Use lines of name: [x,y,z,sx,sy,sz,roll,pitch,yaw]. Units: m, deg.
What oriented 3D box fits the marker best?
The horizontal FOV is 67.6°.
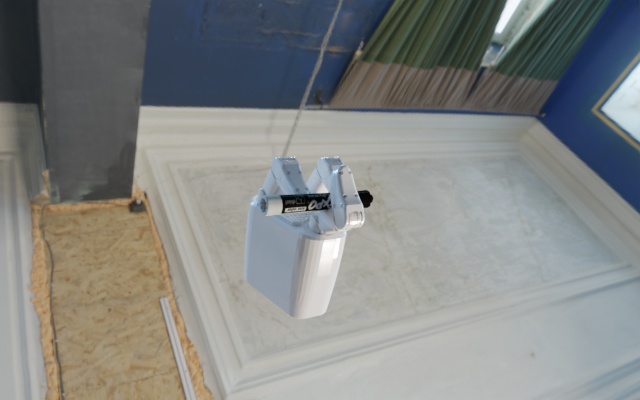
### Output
marker: [0.000,0.001,0.465,0.121,0.020,0.020,-4,2,-30]
